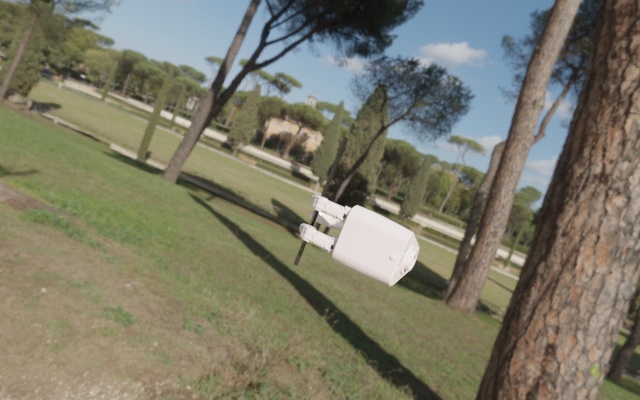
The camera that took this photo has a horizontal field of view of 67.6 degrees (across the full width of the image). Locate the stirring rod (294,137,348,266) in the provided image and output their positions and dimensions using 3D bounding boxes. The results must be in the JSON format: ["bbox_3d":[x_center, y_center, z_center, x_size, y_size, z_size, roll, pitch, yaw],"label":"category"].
[{"bbox_3d":[0.000,0.003,0.837,0.011,0.239,0.011,22,5,-2],"label":"stirring rod"}]
